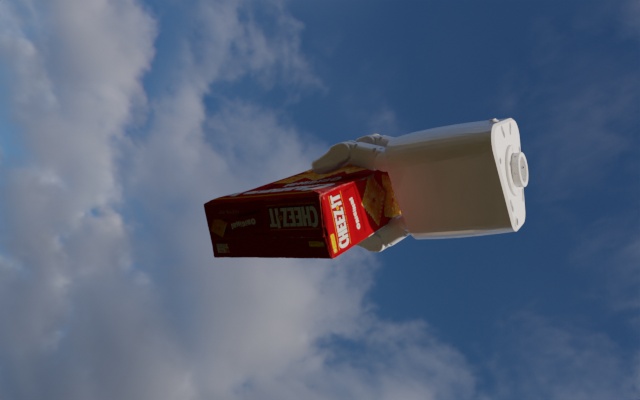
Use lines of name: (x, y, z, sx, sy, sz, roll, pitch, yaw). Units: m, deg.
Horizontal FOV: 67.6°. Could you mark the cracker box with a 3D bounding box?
cracker box: (0.000, 0.002, 0.559, 0.164, 0.072, 0.213, -5, 10, 36)
